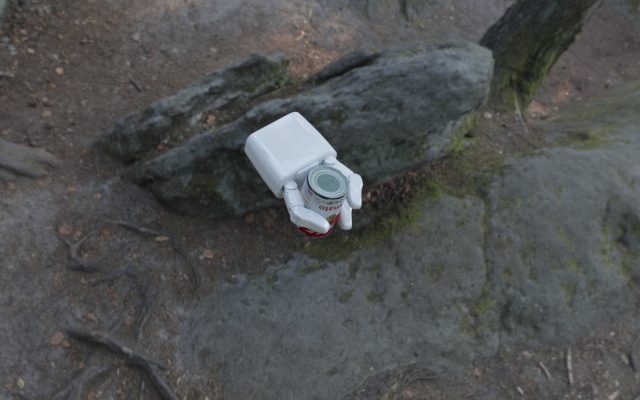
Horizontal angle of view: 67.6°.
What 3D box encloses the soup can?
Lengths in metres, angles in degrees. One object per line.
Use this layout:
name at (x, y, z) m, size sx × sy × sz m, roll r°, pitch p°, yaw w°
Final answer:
soup can at (0.000, 0.003, 0.745) m, size 0.068 × 0.068 × 0.102 m, roll 0°, pitch -38°, yaw -18°
